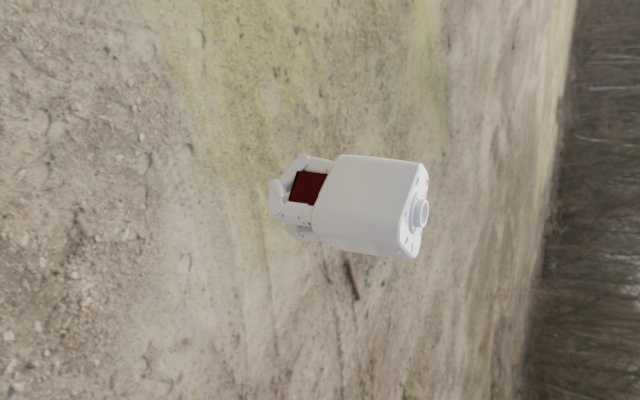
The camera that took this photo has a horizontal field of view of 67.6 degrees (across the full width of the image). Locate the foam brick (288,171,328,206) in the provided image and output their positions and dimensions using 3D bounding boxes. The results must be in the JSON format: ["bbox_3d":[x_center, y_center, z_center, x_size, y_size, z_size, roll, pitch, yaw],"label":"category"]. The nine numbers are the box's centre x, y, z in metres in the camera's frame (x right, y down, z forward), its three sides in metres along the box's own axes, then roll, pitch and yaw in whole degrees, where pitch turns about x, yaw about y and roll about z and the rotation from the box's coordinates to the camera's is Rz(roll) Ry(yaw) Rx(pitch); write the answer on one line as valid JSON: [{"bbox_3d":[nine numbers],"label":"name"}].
[{"bbox_3d":[0.000,0.002,0.620,0.051,0.053,0.078,8,-17,28],"label":"foam brick"}]
